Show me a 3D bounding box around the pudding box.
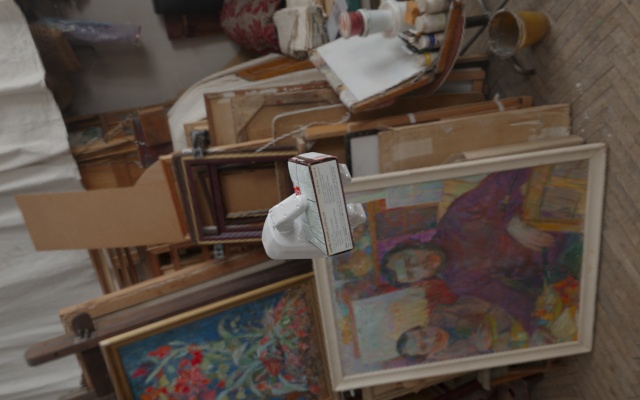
[{"bbox_3d":[0.000,0.002,0.571,0.039,0.113,0.090,-17,14,-16],"label":"pudding box"}]
